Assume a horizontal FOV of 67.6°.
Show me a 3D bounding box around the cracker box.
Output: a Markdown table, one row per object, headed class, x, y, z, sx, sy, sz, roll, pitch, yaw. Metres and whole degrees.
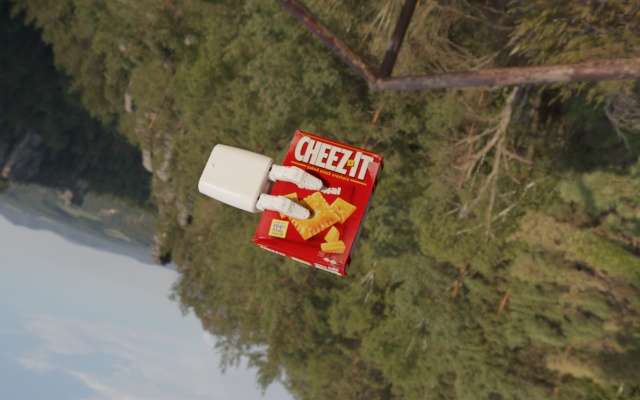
| class | x | y | z | sx | sy | sz | roll | pitch | yaw |
| --- | --- | --- | --- | --- | --- | --- | --- | --- | --- |
| cracker box | 0.000 | 0.003 | 0.827 | 0.164 | 0.213 | 0.072 | 18 | -13 | 10 |
